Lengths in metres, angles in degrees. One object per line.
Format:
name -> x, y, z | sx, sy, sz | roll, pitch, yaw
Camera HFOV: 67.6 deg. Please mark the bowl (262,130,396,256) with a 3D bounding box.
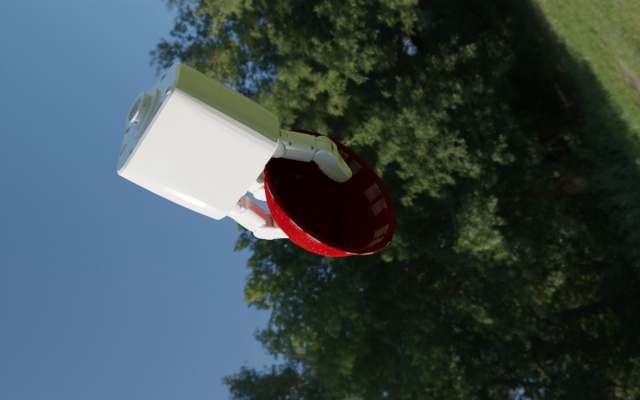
bowl -> 0.001, 0.003, 0.509 | 0.162, 0.162, 0.055 | 0, -37, -39
